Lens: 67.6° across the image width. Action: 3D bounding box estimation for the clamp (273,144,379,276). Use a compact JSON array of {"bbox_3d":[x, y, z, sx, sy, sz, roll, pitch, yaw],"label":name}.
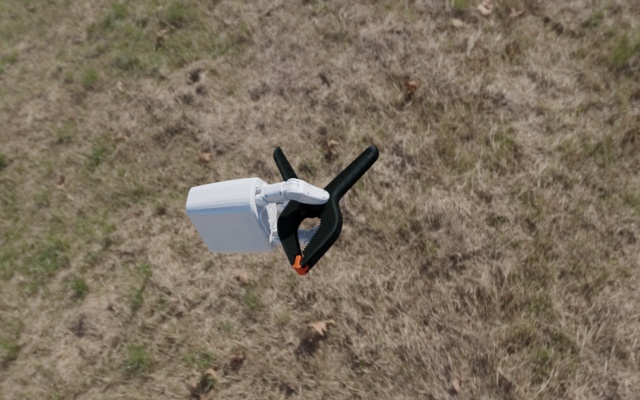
[{"bbox_3d":[0.000,0.002,0.673,0.164,0.209,0.036,-5,-32,17],"label":"clamp"}]
